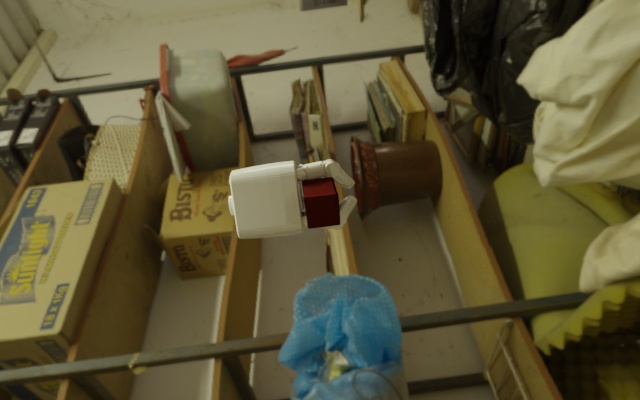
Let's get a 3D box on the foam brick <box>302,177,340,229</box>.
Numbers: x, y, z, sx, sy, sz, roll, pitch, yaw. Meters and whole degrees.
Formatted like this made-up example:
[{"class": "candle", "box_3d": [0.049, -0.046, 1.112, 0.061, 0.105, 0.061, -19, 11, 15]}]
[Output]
[{"class": "foam brick", "box_3d": [0.000, 0.002, 0.741, 0.051, 0.053, 0.078, -7, 23, -2]}]
